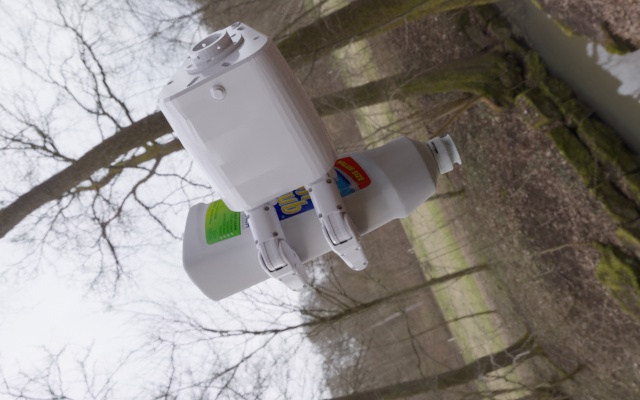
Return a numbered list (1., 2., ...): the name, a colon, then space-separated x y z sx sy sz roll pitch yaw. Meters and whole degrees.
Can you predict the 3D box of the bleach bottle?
1. bleach bottle: 0.000 0.002 0.433 0.251 0.068 0.102 -24 36 9
